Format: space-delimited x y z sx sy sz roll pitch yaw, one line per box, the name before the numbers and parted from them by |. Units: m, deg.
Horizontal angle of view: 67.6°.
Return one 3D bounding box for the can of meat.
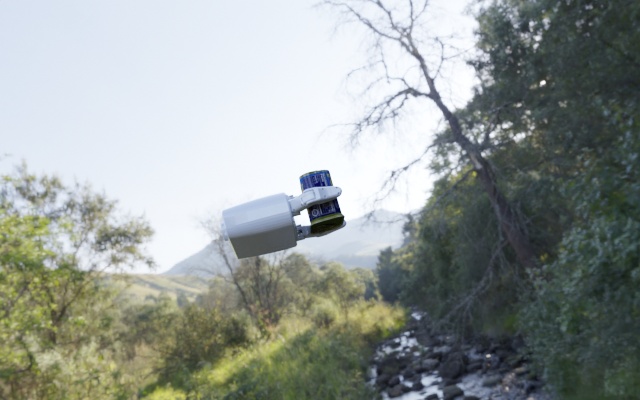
can of meat | 0.000 0.002 0.790 0.057 0.084 0.102 -15 -13 -4
